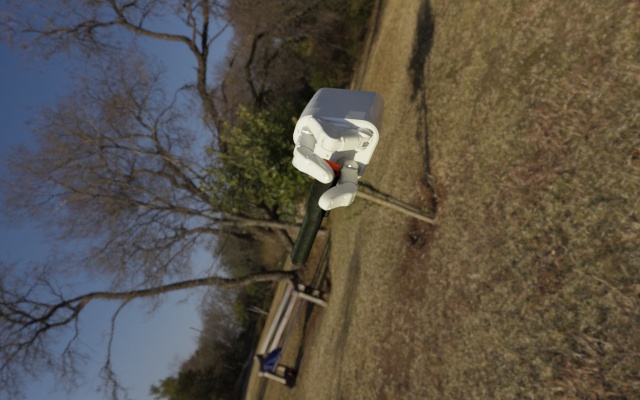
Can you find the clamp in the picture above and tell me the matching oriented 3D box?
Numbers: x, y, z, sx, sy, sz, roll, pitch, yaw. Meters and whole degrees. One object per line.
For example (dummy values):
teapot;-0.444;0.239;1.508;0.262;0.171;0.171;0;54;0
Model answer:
clamp;0.000;0.002;0.684;0.039;0.172;0.120;20;39;-1
